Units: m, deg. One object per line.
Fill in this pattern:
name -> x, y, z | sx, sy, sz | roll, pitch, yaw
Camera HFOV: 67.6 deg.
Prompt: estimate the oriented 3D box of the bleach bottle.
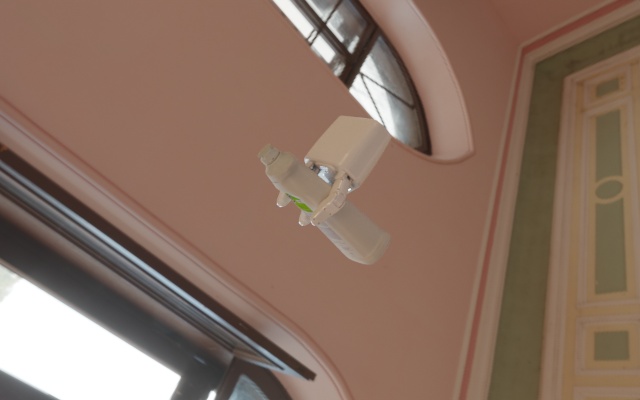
bleach bottle -> 0.000, 0.003, 0.778 | 0.251, 0.068, 0.102 | 44, -17, -23
